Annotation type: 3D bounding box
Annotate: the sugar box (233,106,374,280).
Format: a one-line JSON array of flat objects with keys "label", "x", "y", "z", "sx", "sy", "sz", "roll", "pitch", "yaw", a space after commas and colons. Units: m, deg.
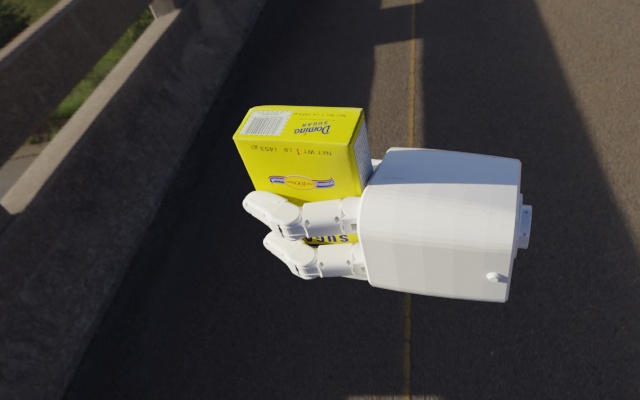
[{"label": "sugar box", "x": 0.000, "y": 0.002, "z": 0.407, "sx": 0.093, "sy": 0.048, "sz": 0.176, "roll": 6, "pitch": -41, "yaw": 21}]
